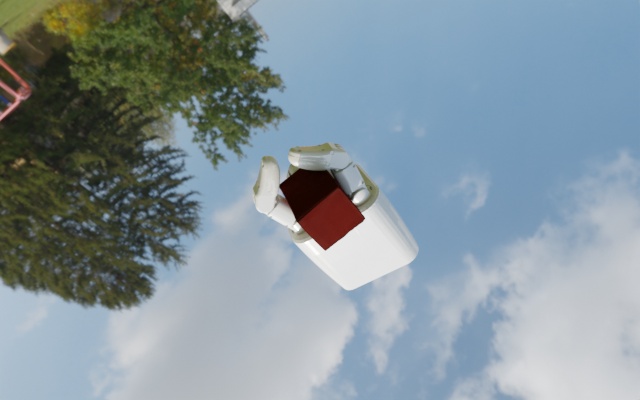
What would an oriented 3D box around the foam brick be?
[{"bbox_3d":[0.000,0.002,0.480,0.053,0.051,0.078,-38,32,4],"label":"foam brick"}]
